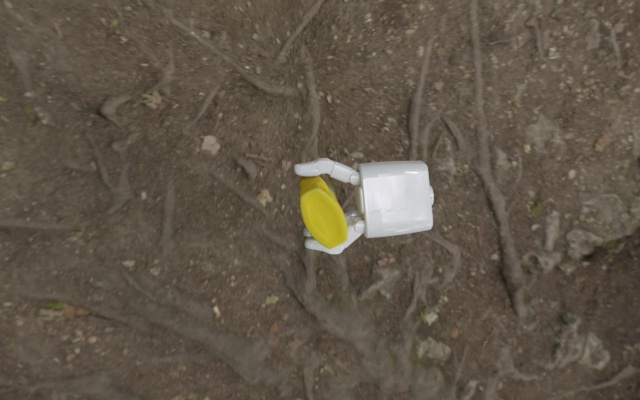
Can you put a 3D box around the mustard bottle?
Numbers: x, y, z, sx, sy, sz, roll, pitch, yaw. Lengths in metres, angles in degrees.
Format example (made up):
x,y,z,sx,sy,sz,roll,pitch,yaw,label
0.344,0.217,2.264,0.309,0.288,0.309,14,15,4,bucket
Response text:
x,y,z,sx,sy,sz,roll,pitch,yaw,label
0.000,0.003,0.769,0.058,0.096,0.191,-30,15,5,mustard bottle
